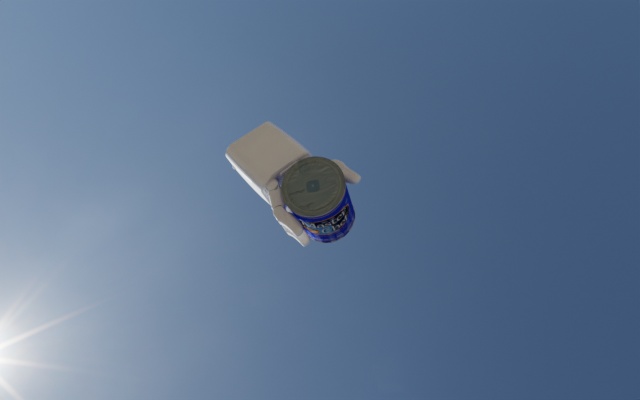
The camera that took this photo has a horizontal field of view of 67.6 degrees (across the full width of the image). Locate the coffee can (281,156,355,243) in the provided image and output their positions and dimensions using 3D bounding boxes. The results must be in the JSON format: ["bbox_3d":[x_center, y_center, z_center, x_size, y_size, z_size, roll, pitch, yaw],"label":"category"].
[{"bbox_3d":[0.000,0.003,0.806,0.103,0.102,0.140,0,-22,11],"label":"coffee can"}]
